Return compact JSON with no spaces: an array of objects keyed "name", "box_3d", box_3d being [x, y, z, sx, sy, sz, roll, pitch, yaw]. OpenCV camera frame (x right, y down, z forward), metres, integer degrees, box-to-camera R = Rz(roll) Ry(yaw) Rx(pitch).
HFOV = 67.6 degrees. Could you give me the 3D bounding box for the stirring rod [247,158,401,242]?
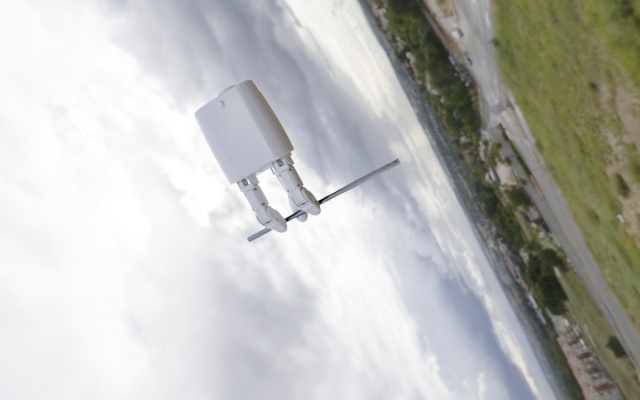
[{"name":"stirring rod","box_3d":[0.000,0.002,0.655,0.239,0.011,0.011,-28,-8,14]}]
